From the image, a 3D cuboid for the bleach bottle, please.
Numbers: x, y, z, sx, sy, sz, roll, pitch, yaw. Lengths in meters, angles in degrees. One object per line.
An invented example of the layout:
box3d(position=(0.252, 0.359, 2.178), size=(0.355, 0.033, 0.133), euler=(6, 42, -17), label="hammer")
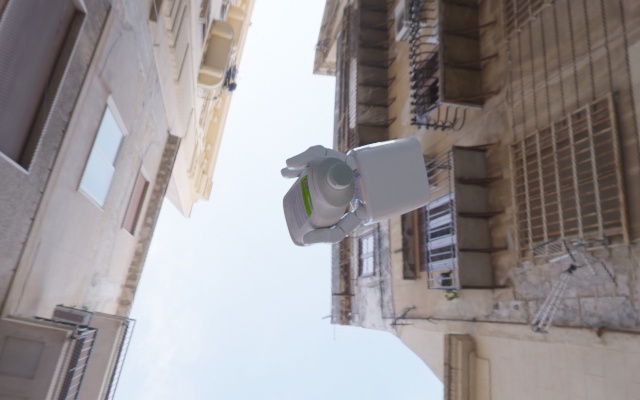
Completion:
box3d(position=(0.000, 0.002, 0.697), size=(0.068, 0.102, 0.251), euler=(-15, -8, -16), label="bleach bottle")
